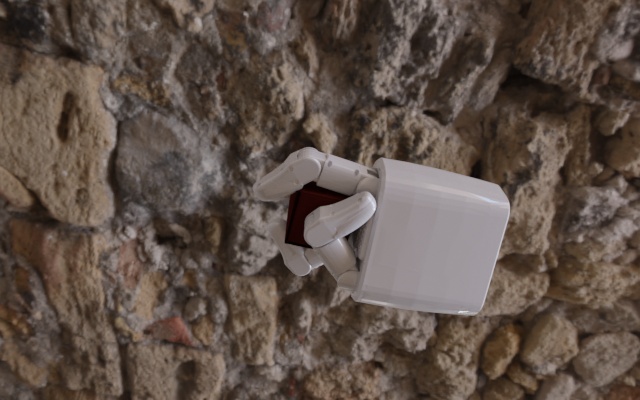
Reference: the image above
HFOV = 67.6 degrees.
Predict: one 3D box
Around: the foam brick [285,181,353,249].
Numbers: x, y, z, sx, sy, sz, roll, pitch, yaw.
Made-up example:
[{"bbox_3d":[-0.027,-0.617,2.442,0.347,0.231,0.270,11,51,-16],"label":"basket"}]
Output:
[{"bbox_3d":[0.000,0.001,0.417,0.051,0.053,0.078,11,29,-6],"label":"foam brick"}]
